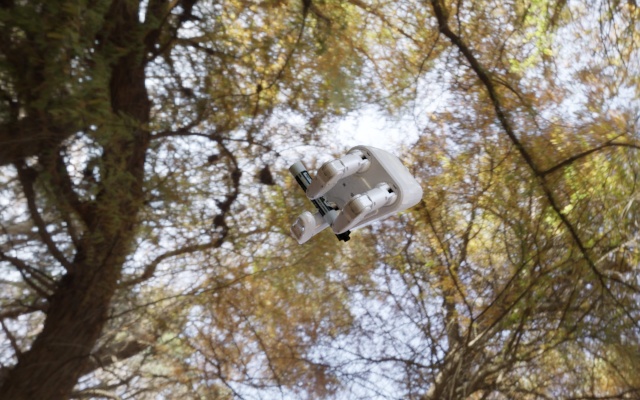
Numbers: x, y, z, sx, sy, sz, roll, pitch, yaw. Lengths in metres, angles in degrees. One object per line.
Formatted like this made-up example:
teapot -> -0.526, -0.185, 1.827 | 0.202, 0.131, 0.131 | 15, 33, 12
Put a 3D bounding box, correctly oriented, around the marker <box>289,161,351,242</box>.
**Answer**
marker -> 0.000, 0.002, 0.605 | 0.020, 0.121, 0.020 | -33, -15, -10
